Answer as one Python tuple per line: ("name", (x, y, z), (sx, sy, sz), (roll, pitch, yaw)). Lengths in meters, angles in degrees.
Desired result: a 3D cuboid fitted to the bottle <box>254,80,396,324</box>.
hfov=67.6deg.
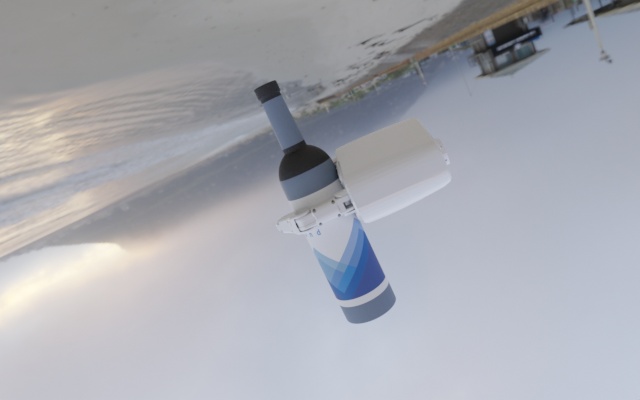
("bottle", (0.000, 0.002, 0.560), (0.069, 0.296, 0.069), (-25, 11, 5))
